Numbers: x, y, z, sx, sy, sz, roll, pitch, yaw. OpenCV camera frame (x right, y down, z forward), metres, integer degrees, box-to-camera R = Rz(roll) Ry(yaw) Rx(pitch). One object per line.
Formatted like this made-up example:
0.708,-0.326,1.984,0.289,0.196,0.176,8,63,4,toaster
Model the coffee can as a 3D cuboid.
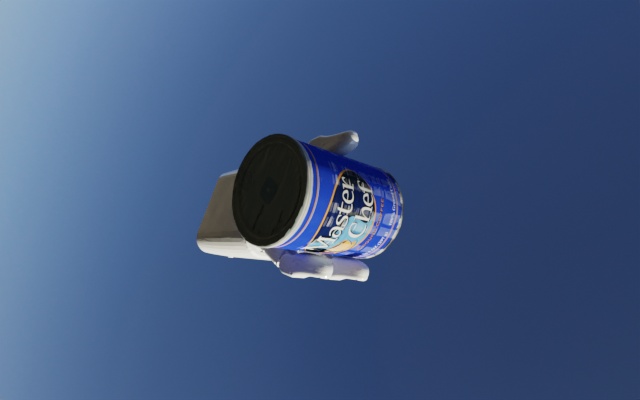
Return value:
0.000,0.001,0.471,0.103,0.103,0.140,0,-9,44,coffee can
